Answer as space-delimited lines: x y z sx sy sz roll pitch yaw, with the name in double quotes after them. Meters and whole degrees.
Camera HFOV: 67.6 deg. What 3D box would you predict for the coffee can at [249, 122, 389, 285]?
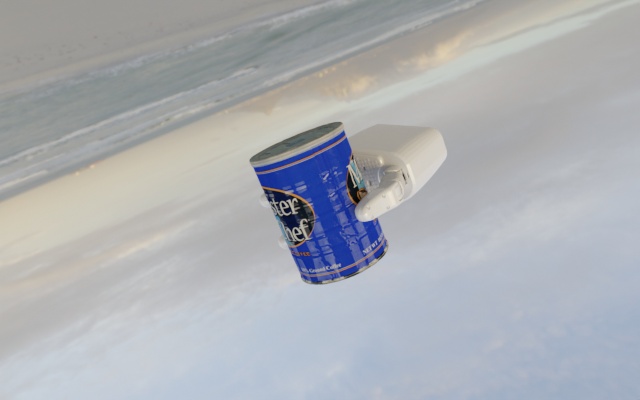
0.000 0.002 0.502 0.103 0.140 0.102 -21 14 6 "coffee can"
